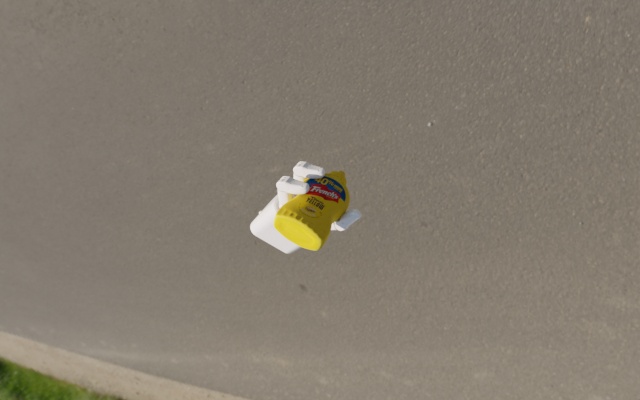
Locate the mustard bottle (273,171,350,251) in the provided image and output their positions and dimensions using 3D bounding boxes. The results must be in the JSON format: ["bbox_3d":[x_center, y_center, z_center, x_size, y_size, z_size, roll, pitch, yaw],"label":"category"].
[{"bbox_3d":[0.000,0.003,0.872,0.096,0.058,0.191,27,44,10],"label":"mustard bottle"}]
